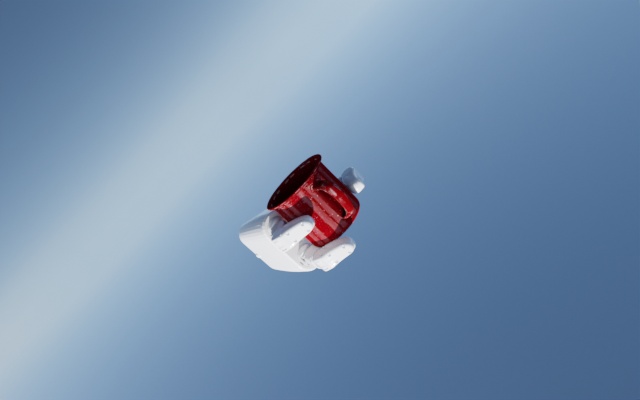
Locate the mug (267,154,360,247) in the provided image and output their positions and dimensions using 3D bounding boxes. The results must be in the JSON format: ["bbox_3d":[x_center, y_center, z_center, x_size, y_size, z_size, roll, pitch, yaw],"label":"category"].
[{"bbox_3d":[0.001,0.002,0.581,0.081,0.093,0.117,44,-25,-17],"label":"mug"}]
